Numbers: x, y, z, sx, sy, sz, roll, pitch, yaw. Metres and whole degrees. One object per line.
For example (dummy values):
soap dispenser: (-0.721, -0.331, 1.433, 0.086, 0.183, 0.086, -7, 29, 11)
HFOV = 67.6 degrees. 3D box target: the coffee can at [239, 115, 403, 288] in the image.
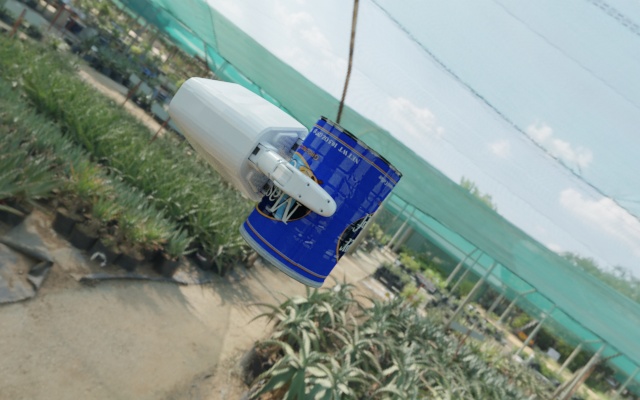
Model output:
coffee can: (0.000, 0.002, 0.482, 0.103, 0.140, 0.103, 36, 4, -3)
